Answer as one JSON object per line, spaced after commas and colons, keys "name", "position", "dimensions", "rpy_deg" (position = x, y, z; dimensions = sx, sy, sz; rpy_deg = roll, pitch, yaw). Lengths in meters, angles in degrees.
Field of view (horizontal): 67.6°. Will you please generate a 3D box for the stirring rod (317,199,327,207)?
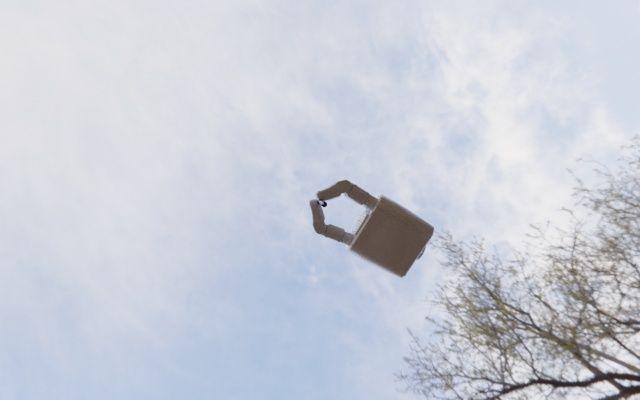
{"name": "stirring rod", "position": [0.000, 0.003, 0.750], "dimensions": [0.011, 0.011, 0.239], "rpy_deg": [0, 1, -2]}
